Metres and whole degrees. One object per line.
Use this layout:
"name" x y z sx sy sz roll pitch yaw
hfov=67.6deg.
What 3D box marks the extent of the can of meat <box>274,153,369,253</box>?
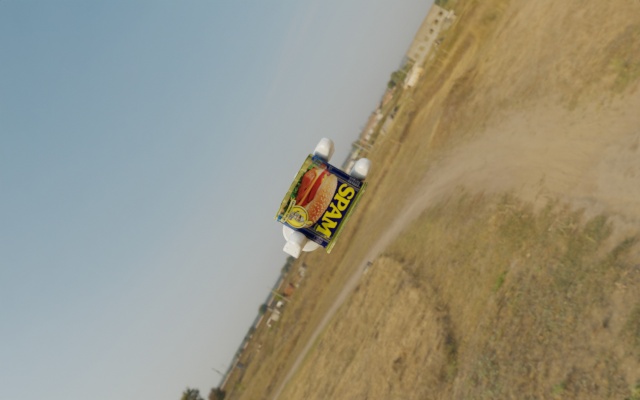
"can of meat" 0.000 0.002 0.610 0.084 0.102 0.057 30 1 2
